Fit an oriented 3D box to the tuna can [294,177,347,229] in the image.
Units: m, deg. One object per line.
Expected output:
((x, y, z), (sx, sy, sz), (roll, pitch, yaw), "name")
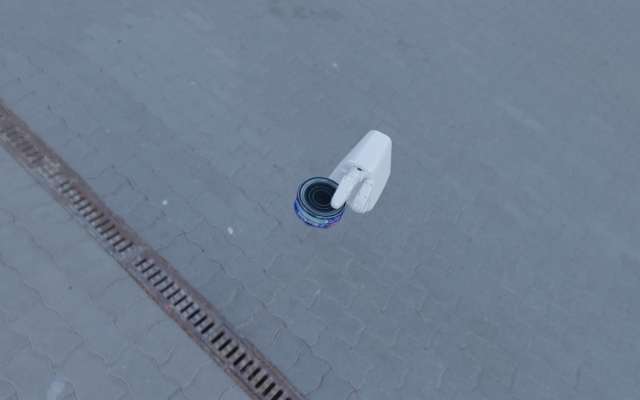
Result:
((0.000, 0.002, 0.793), (0.086, 0.086, 0.034), (0, -34, -15), "tuna can")
